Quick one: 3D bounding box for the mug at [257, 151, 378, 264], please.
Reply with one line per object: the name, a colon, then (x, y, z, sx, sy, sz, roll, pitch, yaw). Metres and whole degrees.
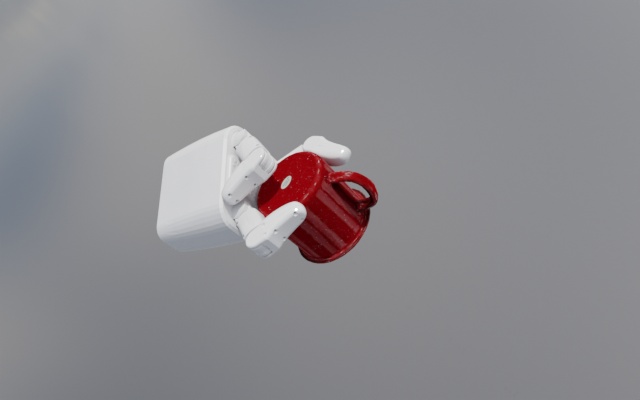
mug: (0.001, 0.001, 0.477, 0.117, 0.093, 0.081, -17, -43, 32)
